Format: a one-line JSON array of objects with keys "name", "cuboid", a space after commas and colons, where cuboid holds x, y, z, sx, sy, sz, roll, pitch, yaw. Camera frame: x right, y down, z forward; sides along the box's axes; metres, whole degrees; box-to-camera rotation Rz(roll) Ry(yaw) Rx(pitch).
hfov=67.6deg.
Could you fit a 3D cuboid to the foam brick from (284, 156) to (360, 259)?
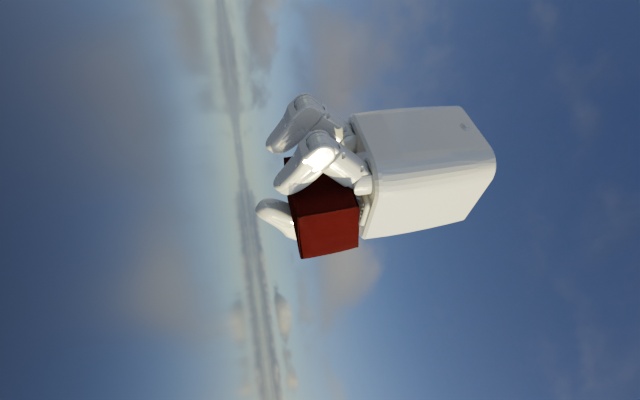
[{"name": "foam brick", "cuboid": [0.000, 0.002, 0.411, 0.051, 0.053, 0.078, -9, 45, -7]}]
